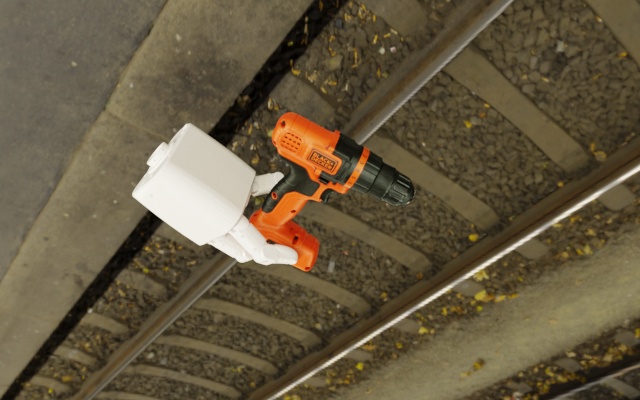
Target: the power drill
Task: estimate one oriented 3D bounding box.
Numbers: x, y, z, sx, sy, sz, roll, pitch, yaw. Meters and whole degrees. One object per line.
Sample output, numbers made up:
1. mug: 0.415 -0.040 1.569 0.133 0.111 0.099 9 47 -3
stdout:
1. power drill: 0.000 0.002 0.603 0.184 0.188 0.057 29 31 -5
